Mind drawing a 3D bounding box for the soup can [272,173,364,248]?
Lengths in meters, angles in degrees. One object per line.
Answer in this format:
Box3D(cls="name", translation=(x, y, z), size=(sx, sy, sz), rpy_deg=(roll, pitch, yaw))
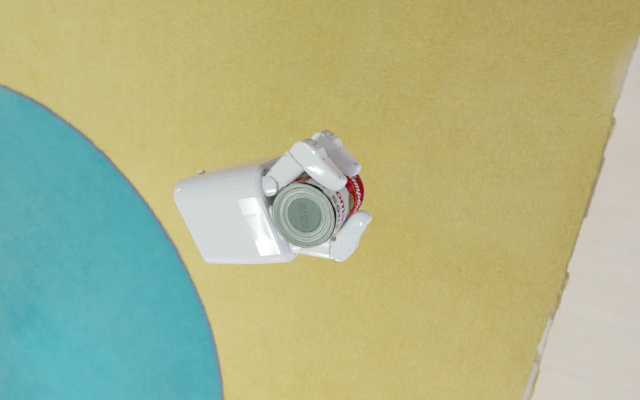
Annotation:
Box3D(cls="soup can", translation=(0.000, 0.002, 0.499), size=(0.068, 0.068, 0.102), rpy_deg=(0, 15, 21))
